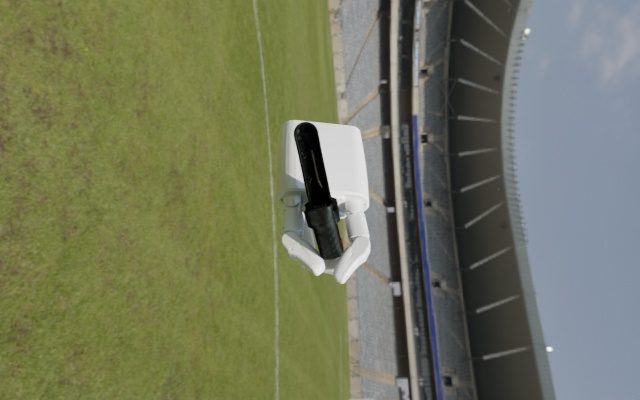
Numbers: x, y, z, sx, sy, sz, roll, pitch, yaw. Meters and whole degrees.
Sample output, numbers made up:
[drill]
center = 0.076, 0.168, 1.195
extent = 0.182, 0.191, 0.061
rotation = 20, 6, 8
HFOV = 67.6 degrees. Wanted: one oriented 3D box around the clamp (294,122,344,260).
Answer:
[clamp]
center = 0.001, 0.002, 0.511
extent = 0.039, 0.120, 0.172
rotation = -5, -28, 3
